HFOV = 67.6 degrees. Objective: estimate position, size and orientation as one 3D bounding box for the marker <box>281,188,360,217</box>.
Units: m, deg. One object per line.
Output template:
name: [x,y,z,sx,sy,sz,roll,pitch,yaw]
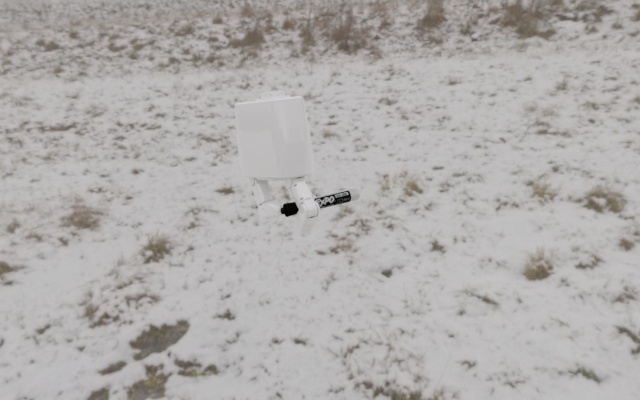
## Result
marker: [0.000,0.002,0.667,0.121,0.020,0.020,-13,6,-28]
